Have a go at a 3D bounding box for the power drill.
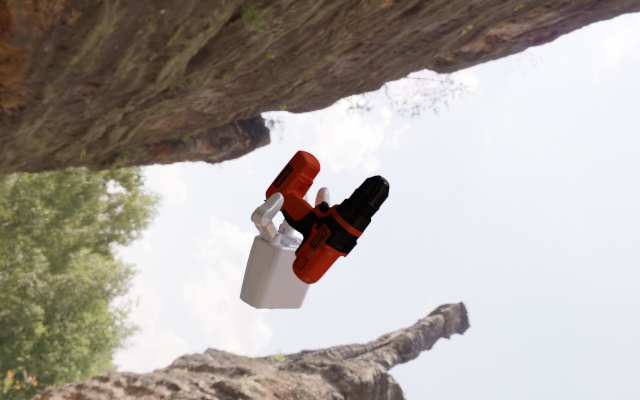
[{"bbox_3d":[0.000,0.002,0.704,0.057,0.184,0.187,31,15,-40],"label":"power drill"}]
